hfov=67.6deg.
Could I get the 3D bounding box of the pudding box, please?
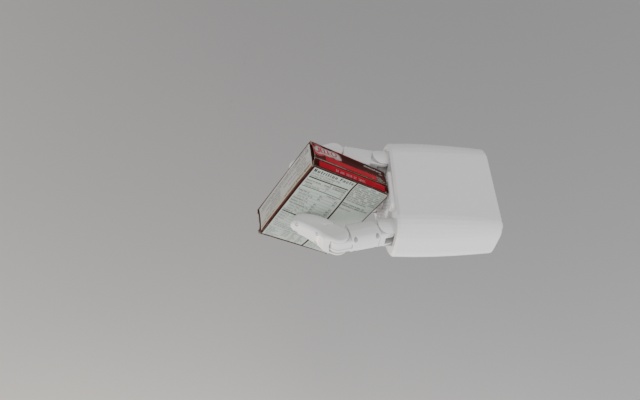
[{"bbox_3d":[0.000,0.002,0.487,0.090,0.039,0.113,21,-51,-26],"label":"pudding box"}]
